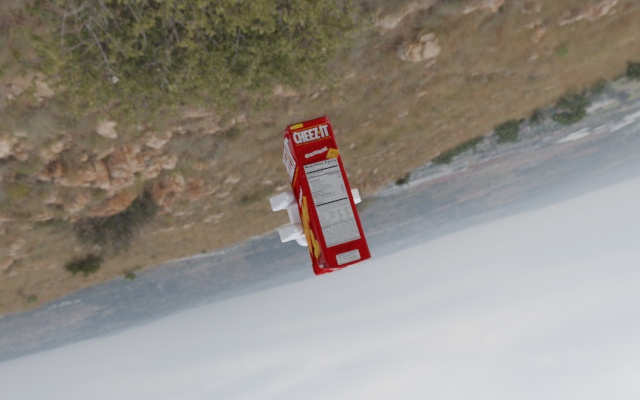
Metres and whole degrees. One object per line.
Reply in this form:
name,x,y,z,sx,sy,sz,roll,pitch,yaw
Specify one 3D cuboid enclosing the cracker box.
cracker box,0.000,0.003,0.733,0.072,0.213,0.164,-15,-9,-9
